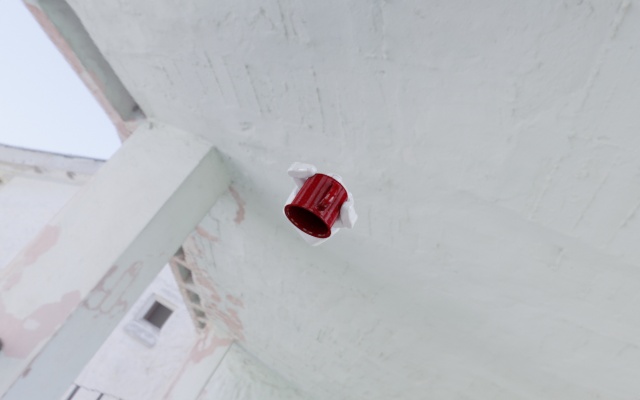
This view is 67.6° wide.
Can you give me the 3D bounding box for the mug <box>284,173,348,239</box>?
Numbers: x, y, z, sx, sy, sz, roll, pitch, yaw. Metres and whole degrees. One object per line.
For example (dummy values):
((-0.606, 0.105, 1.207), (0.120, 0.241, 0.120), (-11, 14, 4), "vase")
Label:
((0.001, 0.002, 0.822), (0.093, 0.081, 0.117), (35, -27, -5), "mug")
